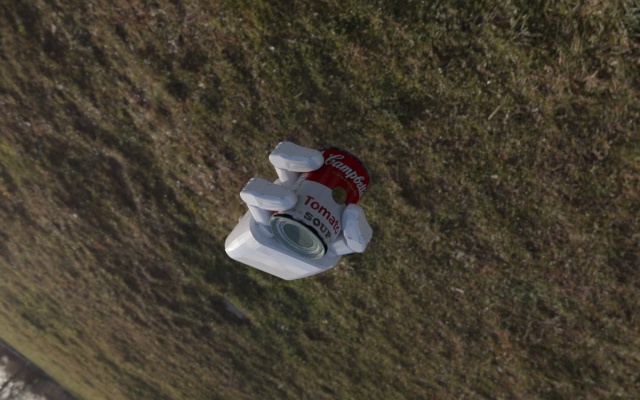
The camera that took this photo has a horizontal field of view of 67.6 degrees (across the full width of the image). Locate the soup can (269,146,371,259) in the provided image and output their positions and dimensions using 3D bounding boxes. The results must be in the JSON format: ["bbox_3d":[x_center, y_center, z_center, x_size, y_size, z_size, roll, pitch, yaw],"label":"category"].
[{"bbox_3d":[0.000,0.002,0.498,0.068,0.102,0.069,24,-32,16],"label":"soup can"}]
